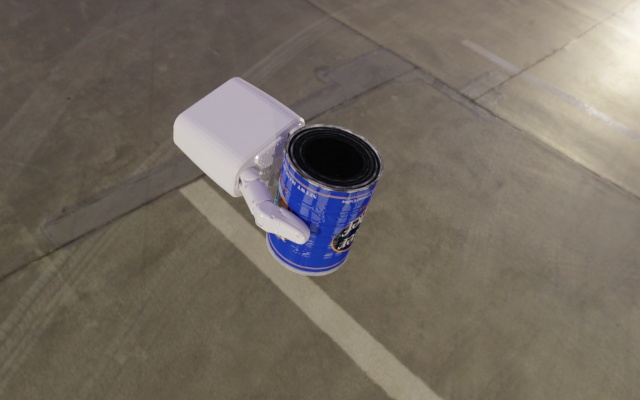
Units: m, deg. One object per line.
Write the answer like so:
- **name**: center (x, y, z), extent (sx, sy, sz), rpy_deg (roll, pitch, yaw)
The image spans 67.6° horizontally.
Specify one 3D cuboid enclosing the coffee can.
- **coffee can**: center (0.000, 0.002, 0.530), extent (0.103, 0.102, 0.140), rpy_deg (0, -43, -17)
